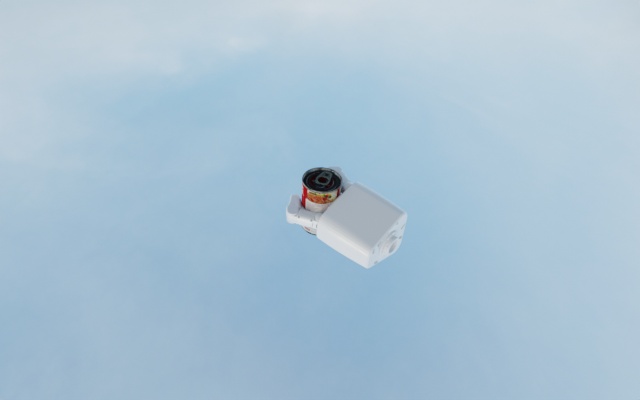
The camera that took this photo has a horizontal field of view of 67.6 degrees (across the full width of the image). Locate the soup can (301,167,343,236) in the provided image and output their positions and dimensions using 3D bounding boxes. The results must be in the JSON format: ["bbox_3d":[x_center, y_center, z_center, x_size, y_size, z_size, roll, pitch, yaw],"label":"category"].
[{"bbox_3d":[0.000,0.003,0.828,0.068,0.102,0.068,3,41,-2],"label":"soup can"}]
